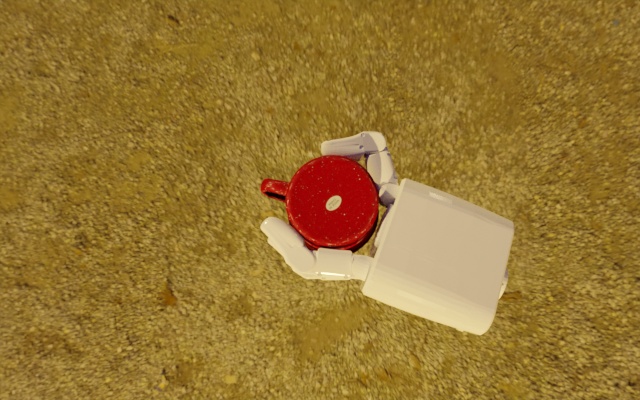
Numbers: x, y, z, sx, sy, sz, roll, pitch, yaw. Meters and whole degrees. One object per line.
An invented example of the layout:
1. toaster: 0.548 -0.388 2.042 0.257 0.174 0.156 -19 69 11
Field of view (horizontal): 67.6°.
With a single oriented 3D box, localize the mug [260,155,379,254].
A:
1. mug: -0.001 0.001 0.447 0.117 0.093 0.081 19 -8 5
